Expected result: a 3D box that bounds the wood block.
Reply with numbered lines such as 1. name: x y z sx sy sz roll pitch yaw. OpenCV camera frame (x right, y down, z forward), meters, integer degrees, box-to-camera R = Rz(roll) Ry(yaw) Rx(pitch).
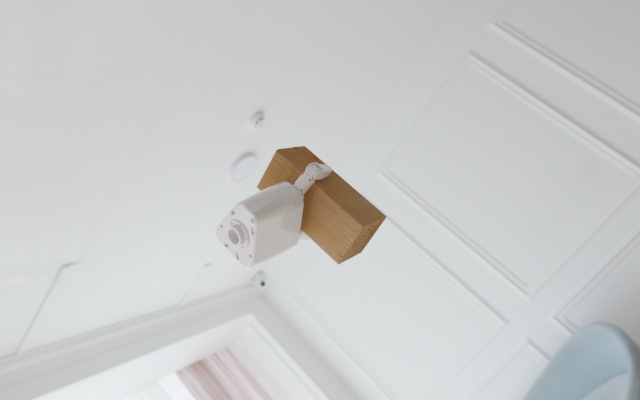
1. wood block: 0.000 0.002 0.840 0.206 0.091 0.090 42 28 19
